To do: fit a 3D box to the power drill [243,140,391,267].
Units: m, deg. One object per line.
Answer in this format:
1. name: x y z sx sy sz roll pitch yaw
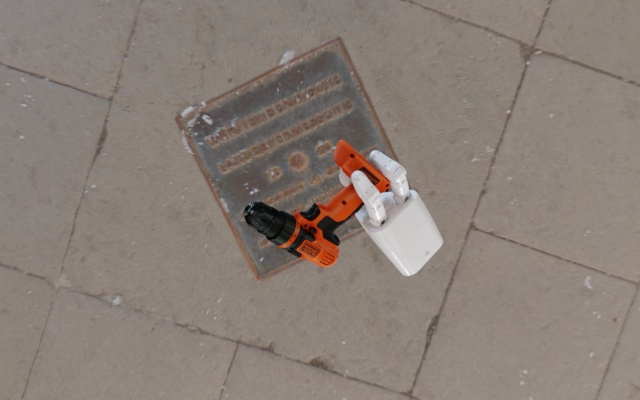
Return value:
1. power drill: 0.001 0.002 0.724 0.184 0.188 0.057 33 14 -38
